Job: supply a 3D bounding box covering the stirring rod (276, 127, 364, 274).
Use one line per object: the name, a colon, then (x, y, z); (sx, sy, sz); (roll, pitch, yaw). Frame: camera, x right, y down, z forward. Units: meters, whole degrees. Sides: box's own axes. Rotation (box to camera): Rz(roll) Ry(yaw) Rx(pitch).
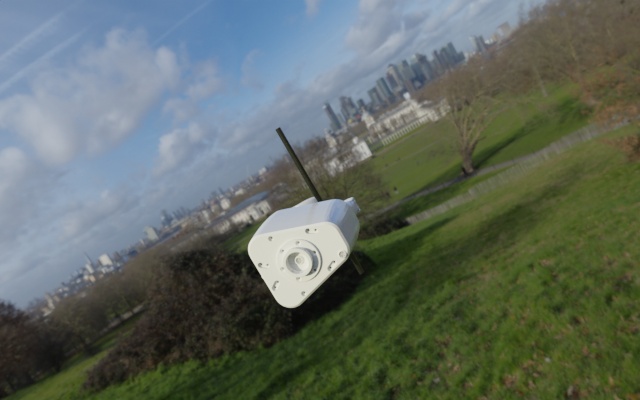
stirring rod: (0.000, 0.002, 0.683); (0.011, 0.239, 0.011); (-30, 6, 3)
